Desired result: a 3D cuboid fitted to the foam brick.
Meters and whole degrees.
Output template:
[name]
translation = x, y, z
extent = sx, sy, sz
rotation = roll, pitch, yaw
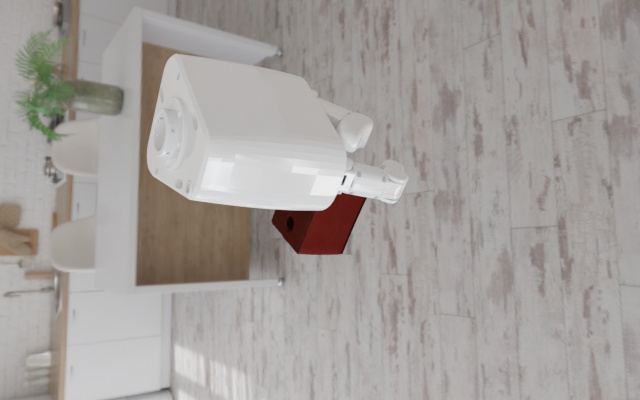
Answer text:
[foam brick]
translation = 0.000, 0.002, 0.412
extent = 0.051, 0.078, 0.053
rotation = 2, 30, -38
